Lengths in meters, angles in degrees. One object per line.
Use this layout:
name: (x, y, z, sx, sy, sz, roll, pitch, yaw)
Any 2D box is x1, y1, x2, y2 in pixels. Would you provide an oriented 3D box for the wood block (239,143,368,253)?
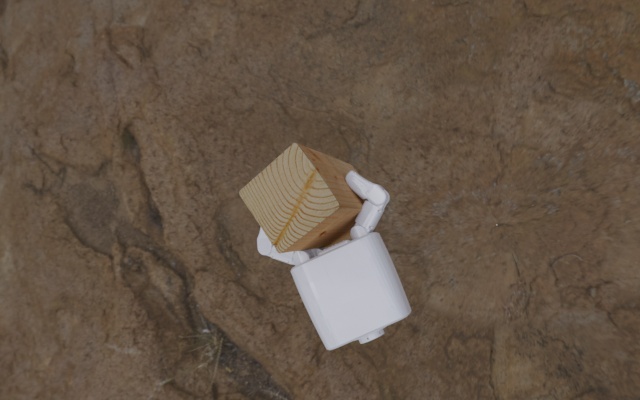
wood block: (0.001, 0.002, 0.612, 0.091, 0.090, 0.206, -39, -14, 14)
